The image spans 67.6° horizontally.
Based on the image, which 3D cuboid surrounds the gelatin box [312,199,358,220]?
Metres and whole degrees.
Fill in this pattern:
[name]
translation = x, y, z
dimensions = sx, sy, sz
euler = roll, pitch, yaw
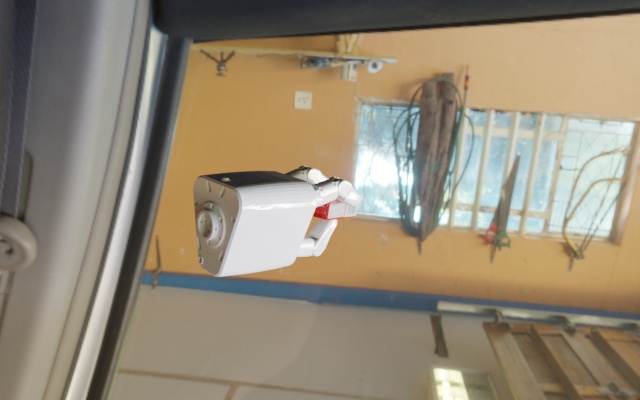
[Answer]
[gelatin box]
translation = 0.000, 0.003, 0.647
dimensions = 0.073, 0.030, 0.089
euler = 15, 9, 29
